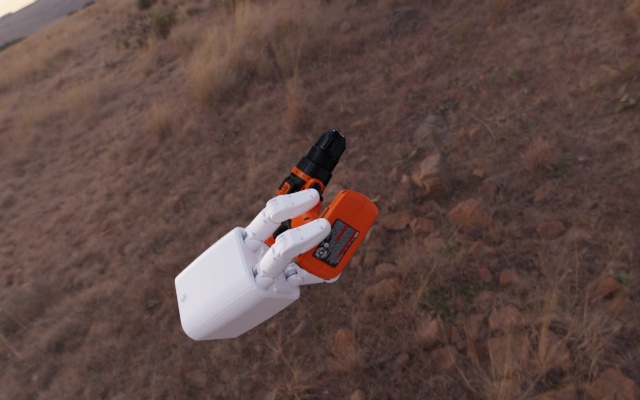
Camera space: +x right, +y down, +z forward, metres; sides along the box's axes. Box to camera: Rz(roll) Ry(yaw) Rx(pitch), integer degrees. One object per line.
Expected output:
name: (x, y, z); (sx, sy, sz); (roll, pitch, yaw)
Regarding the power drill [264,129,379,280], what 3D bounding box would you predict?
power drill: (0.000, 0.002, 0.601); (0.057, 0.184, 0.187); (30, 5, -24)
